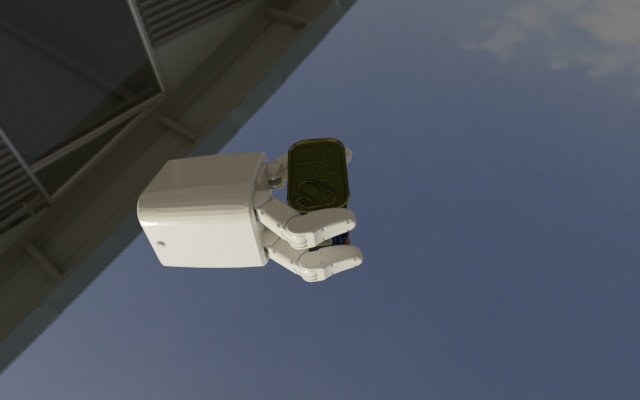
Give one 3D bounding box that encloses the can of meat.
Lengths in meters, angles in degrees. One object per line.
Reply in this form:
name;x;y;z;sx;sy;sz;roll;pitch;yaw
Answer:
can of meat;0.000;0.002;0.482;0.057;0.102;0.084;-5;-45;2
